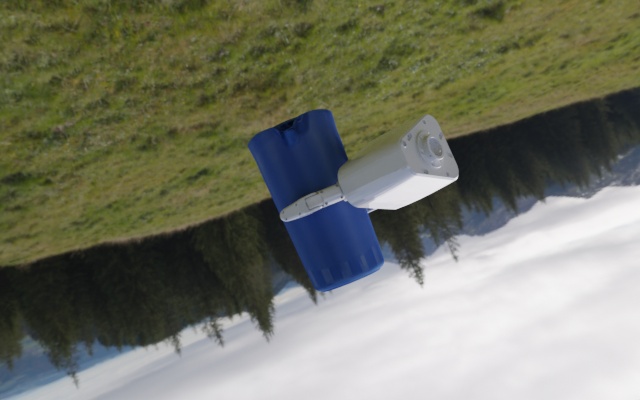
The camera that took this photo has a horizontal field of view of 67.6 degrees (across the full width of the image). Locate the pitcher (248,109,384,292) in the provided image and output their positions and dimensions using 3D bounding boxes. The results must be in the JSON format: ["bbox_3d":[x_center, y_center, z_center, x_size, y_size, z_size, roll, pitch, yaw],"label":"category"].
[{"bbox_3d":[0.000,0.002,0.702,0.149,0.243,0.145,-17,-8,-44],"label":"pitcher"}]
